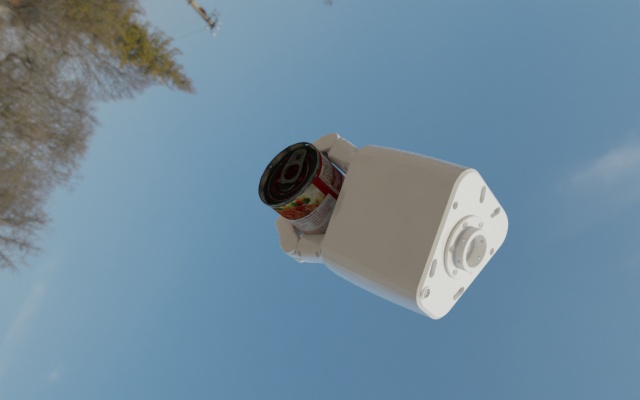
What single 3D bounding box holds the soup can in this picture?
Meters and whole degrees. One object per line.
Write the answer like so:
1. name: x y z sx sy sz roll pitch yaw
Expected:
1. soup can: 0.000 0.002 0.454 0.068 0.068 0.102 0 -31 43
